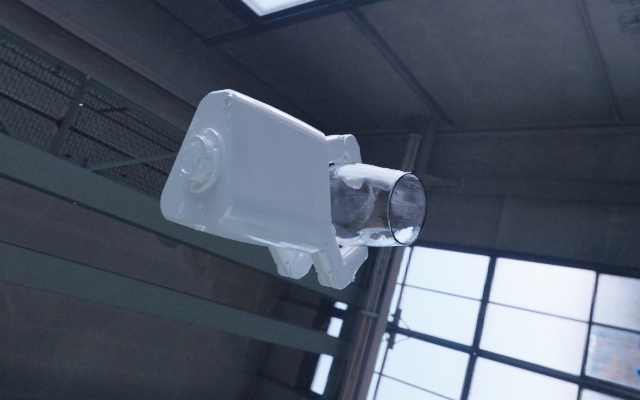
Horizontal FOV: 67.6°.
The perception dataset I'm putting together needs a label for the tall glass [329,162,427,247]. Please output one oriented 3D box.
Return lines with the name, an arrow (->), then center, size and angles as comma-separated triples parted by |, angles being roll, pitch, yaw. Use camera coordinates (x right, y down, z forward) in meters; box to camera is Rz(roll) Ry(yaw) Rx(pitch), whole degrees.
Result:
tall glass -> 0.000, 0.001, 0.467 | 0.201, 0.079, 0.079 | 4, 3, 41
